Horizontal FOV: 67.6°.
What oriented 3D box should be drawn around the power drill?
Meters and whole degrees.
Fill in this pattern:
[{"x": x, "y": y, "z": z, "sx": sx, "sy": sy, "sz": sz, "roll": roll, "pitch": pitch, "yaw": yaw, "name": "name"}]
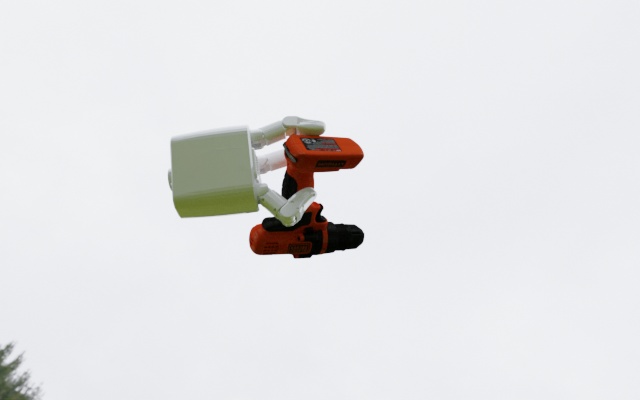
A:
[{"x": 0.000, "y": 0.002, "z": 0.682, "sx": 0.184, "sy": 0.188, "sz": 0.057, "roll": -1, "pitch": 34, "yaw": -26, "name": "power drill"}]
